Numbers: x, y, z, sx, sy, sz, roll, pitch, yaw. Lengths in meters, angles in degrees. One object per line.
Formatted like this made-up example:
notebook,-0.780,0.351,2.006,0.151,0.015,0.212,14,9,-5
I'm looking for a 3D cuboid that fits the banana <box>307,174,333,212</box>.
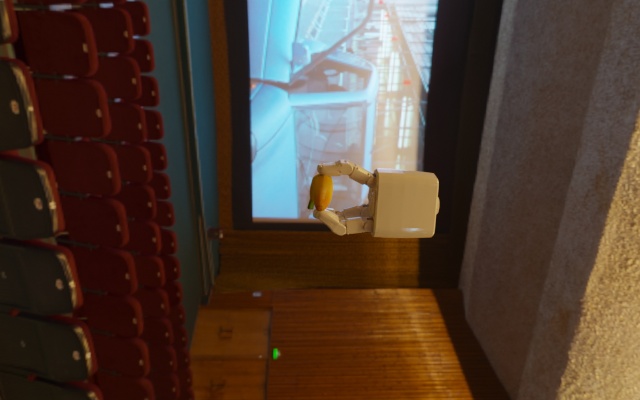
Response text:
banana,0.002,-0.016,0.835,0.037,0.069,0.198,6,-1,-4
